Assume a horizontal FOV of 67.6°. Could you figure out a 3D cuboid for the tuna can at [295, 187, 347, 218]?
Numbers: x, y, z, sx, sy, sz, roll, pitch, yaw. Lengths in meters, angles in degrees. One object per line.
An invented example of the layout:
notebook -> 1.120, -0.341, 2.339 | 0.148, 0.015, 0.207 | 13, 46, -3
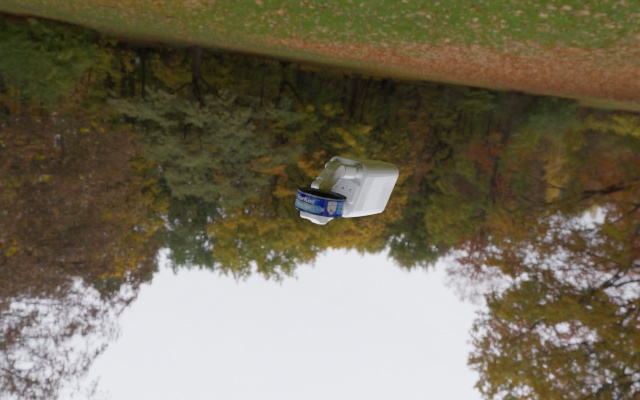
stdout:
tuna can -> 0.000, 0.003, 0.817 | 0.086, 0.034, 0.086 | 11, 10, -2
